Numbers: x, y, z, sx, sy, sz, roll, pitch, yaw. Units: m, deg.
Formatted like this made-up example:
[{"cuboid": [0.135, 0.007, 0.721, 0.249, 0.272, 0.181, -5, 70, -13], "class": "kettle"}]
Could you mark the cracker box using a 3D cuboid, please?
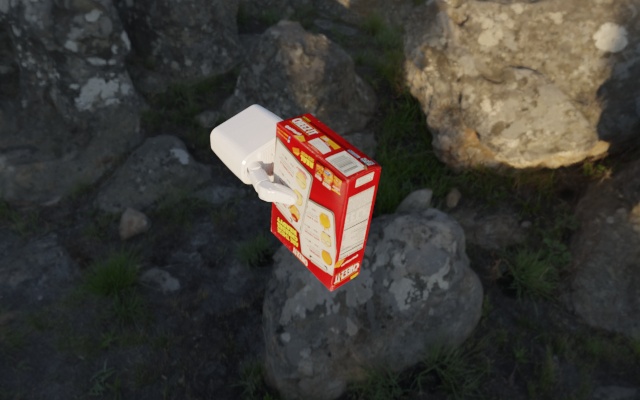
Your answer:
[{"cuboid": [0.000, 0.002, 0.718, 0.072, 0.214, 0.164, -24, 48, -31], "class": "cracker box"}]
